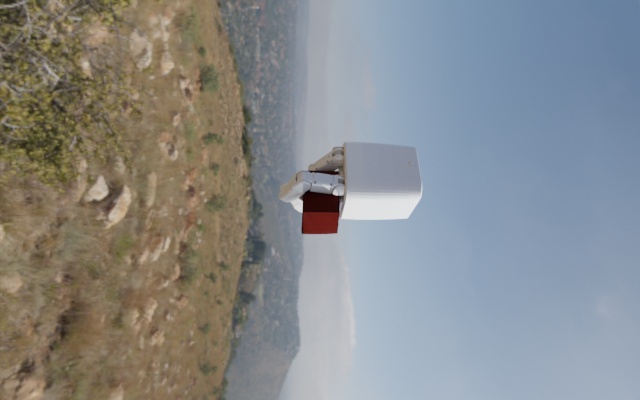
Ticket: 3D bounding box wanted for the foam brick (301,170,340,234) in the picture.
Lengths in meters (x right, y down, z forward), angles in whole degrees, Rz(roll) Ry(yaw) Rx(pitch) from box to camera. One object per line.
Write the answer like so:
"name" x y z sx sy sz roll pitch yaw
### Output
"foam brick" 0.000 0.002 0.675 0.051 0.078 0.053 2 -38 -2
